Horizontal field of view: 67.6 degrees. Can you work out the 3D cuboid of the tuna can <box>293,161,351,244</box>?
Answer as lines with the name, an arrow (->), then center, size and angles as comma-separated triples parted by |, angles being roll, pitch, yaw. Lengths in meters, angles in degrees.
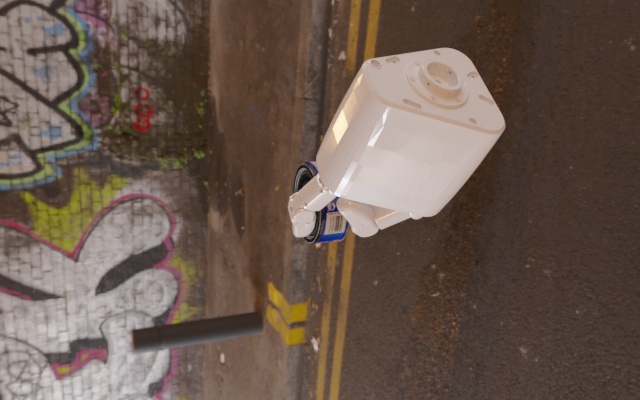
tuna can -> 0.000, 0.002, 0.494 | 0.034, 0.086, 0.086 | -6, 2, -21
